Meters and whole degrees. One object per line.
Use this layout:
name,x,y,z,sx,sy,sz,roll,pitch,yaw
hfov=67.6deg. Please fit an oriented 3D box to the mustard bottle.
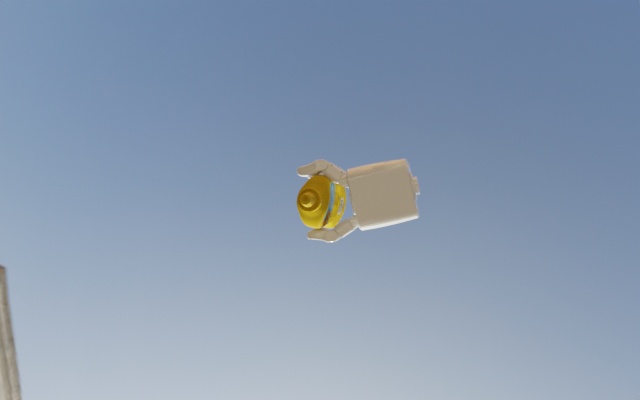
mustard bottle,0.000,0.003,0.871,0.058,0.096,0.191,14,1,15
